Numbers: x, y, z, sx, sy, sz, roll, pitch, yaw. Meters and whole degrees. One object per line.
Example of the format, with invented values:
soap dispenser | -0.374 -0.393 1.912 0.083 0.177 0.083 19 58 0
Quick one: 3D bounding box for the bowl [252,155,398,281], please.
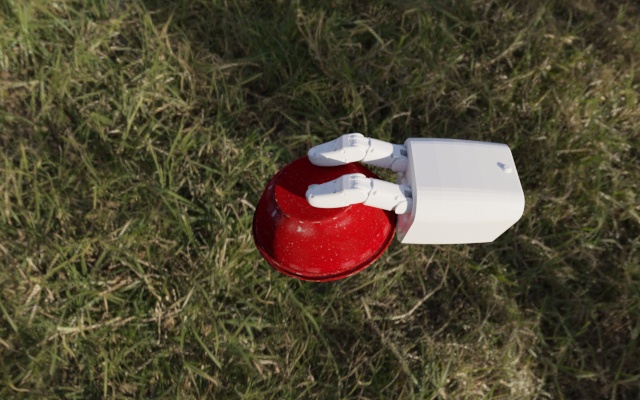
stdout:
bowl | -0.001 0.002 0.506 0.162 0.162 0.055 0 -37 10
